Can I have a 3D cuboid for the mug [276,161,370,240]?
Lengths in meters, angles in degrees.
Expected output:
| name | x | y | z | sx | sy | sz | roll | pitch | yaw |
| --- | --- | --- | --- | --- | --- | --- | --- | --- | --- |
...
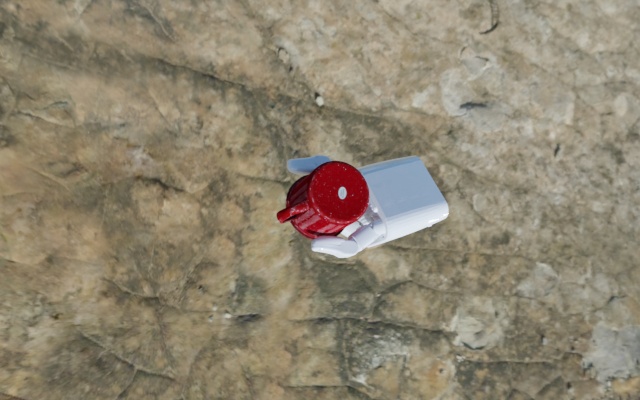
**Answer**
| name | x | y | z | sx | sy | sz | roll | pitch | yaw |
| --- | --- | --- | --- | --- | --- | --- | --- | --- | --- |
| mug | -0.001 | 0.002 | 0.602 | 0.117 | 0.093 | 0.081 | -16 | -8 | -23 |
